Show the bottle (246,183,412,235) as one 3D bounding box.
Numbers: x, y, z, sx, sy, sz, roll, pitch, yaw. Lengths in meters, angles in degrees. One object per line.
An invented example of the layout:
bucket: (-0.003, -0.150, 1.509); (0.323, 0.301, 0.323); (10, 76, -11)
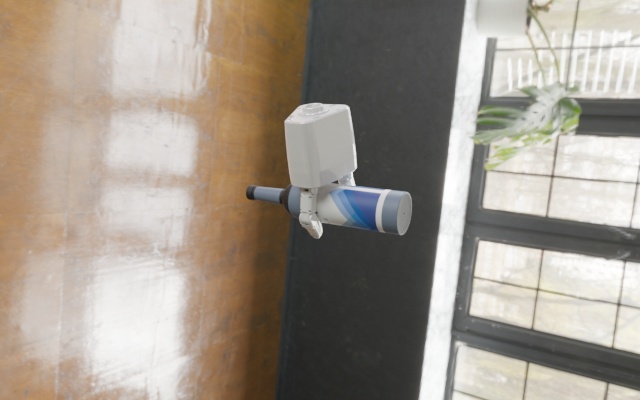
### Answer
bottle: (0.000, 0.003, 0.796); (0.295, 0.069, 0.069); (8, 4, 29)
